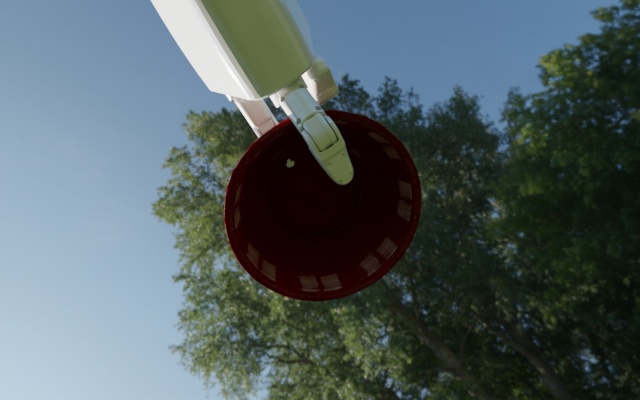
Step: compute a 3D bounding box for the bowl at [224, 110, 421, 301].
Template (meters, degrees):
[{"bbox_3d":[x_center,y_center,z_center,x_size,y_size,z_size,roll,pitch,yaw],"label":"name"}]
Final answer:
[{"bbox_3d":[0.000,0.002,0.405,0.162,0.162,0.055,0,18,-12],"label":"bowl"}]
